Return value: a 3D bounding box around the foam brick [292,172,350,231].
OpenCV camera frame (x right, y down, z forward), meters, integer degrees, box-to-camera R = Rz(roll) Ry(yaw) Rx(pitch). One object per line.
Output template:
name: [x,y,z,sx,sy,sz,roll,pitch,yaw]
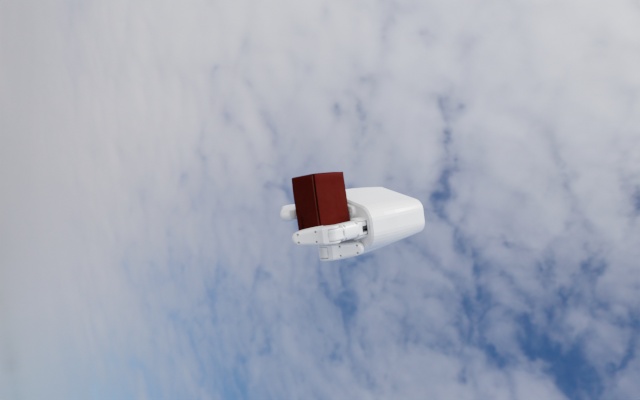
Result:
foam brick: [0.000,0.002,0.639,0.051,0.078,0.053,-10,4,-35]
